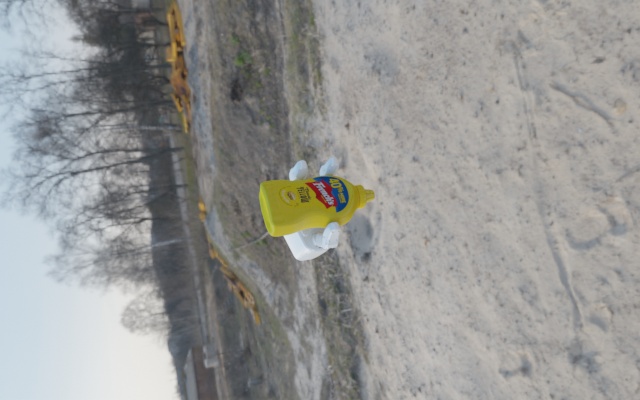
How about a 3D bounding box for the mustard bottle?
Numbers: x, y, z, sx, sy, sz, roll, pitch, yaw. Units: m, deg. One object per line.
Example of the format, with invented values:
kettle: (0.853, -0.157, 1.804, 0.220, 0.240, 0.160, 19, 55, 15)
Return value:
mustard bottle: (0.000, 0.002, 0.796, 0.191, 0.096, 0.058, -7, -39, -18)
